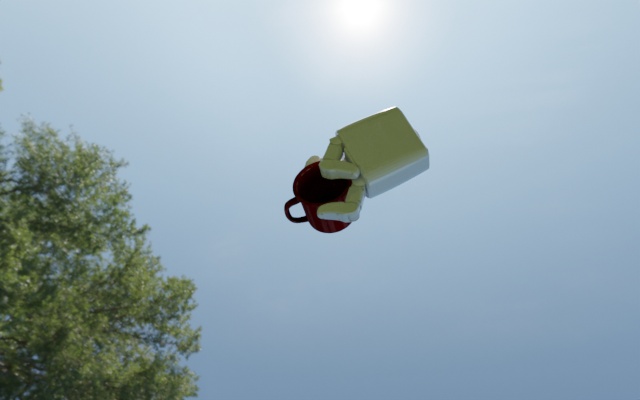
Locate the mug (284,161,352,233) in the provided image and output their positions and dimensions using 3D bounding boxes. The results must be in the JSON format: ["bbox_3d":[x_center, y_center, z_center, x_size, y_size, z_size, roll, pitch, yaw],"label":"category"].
[{"bbox_3d":[-0.001,0.003,0.745,0.117,0.093,0.082,-24,-42,-6],"label":"mug"}]
